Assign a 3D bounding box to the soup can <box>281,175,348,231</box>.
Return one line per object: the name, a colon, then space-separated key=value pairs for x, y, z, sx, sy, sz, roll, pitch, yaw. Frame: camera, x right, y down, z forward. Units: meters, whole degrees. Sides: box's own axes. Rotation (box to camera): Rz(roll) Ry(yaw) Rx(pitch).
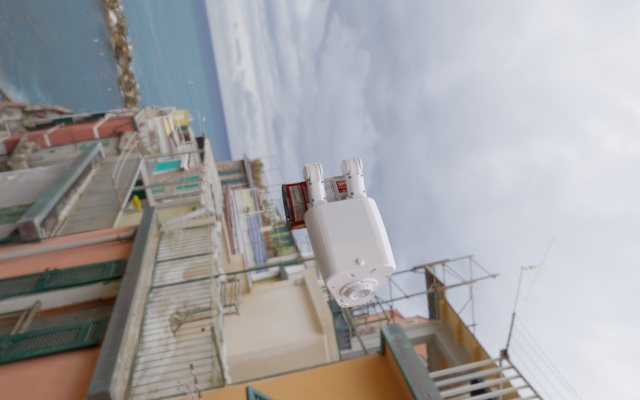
soup can: x=0.000 y=0.002 z=0.685 sx=0.102 sy=0.068 sz=0.068 roll=-10 pitch=1 yaw=-9
